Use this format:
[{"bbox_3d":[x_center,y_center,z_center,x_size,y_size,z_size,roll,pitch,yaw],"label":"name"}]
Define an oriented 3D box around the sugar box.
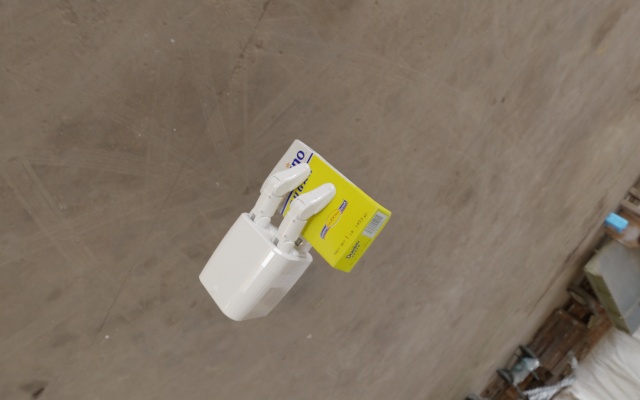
[{"bbox_3d":[0.000,0.002,0.623,0.176,0.093,0.048,41,8,36],"label":"sugar box"}]
